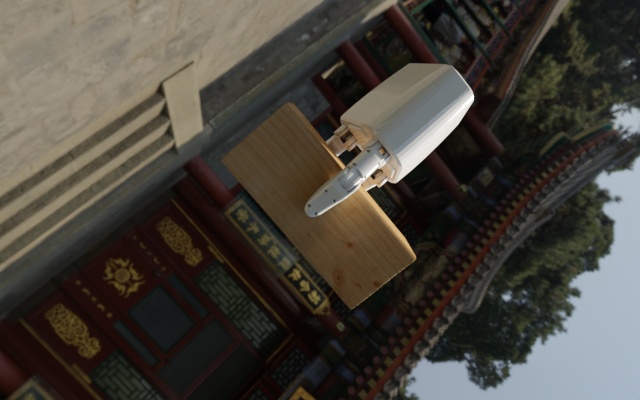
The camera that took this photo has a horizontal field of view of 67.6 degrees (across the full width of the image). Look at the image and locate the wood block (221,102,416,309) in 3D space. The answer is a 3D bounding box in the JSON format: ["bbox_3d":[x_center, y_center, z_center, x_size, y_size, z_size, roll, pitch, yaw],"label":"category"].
[{"bbox_3d":[0.000,0.002,0.523,0.090,0.206,0.091,-40,7,8],"label":"wood block"}]
